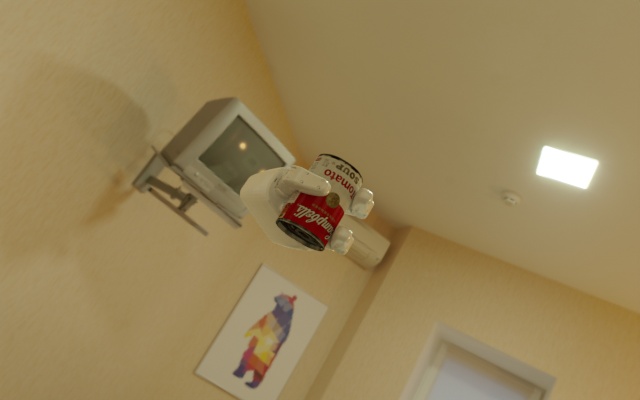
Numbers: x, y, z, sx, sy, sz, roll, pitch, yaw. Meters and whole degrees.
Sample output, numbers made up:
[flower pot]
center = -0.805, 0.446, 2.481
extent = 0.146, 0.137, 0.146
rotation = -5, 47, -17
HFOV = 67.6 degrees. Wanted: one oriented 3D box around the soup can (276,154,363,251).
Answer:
[soup can]
center = 0.000, 0.002, 0.588
extent = 0.068, 0.102, 0.068
rotation = 28, -18, 10
